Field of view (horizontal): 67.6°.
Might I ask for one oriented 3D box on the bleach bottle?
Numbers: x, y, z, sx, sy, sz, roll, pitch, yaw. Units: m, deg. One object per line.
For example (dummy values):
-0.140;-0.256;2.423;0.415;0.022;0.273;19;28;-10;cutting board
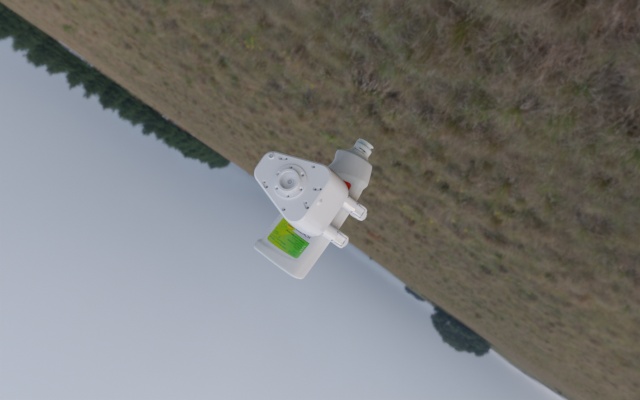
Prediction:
0.000;0.003;0.802;0.102;0.251;0.068;34;-2;19;bleach bottle
